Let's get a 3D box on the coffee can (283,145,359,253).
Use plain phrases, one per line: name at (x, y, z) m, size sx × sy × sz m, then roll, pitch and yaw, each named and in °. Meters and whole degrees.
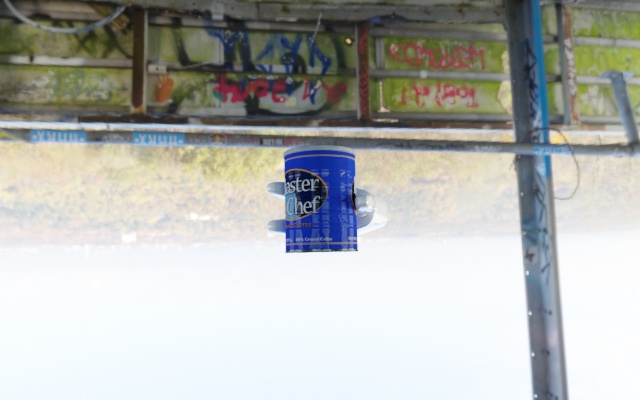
coffee can at (0.000, 0.002, 0.665) m, size 0.103 × 0.140 × 0.103 m, roll -1°, pitch -6°, yaw 0°
